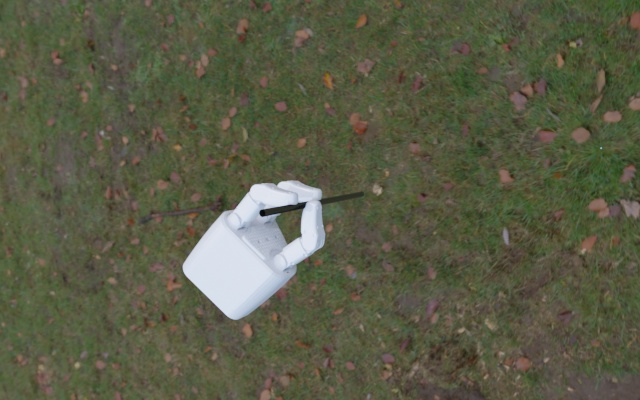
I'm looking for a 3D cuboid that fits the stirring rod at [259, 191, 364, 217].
[{"bbox_3d":[0.000,0.002,0.599,0.011,0.011,0.239,0,5,30],"label":"stirring rod"}]
